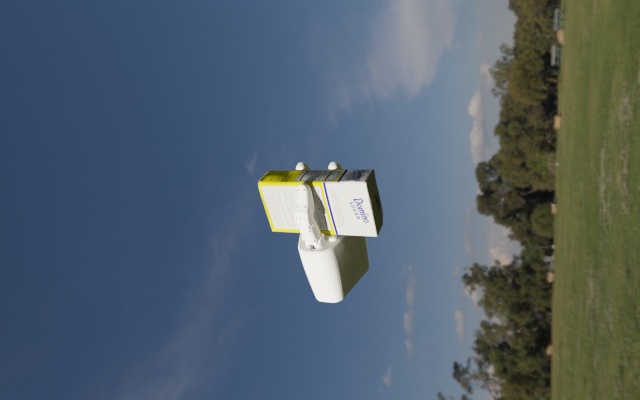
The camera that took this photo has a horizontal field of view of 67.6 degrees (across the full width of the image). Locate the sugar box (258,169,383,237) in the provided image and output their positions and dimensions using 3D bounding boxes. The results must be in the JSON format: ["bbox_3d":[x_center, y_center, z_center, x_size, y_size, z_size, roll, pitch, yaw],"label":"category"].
[{"bbox_3d":[0.000,0.002,0.710,0.176,0.093,0.048,0,33,24],"label":"sugar box"}]
